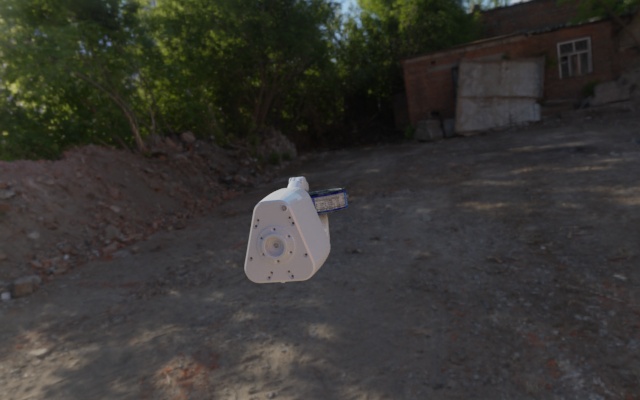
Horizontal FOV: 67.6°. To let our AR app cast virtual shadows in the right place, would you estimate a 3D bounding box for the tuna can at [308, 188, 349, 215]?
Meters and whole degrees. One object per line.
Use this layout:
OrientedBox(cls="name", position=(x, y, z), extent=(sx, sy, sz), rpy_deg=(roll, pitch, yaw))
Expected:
OrientedBox(cls="tuna can", position=(0.000, 0.002, 0.762), extent=(0.086, 0.034, 0.086), rpy_deg=(-9, 4, 1))
